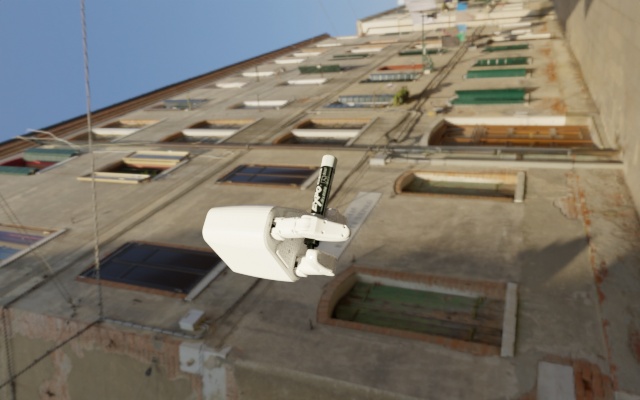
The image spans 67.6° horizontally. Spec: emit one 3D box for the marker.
[{"bbox_3d":[0.000,0.002,0.581,0.020,0.121,0.020,11,-20,4],"label":"marker"}]
